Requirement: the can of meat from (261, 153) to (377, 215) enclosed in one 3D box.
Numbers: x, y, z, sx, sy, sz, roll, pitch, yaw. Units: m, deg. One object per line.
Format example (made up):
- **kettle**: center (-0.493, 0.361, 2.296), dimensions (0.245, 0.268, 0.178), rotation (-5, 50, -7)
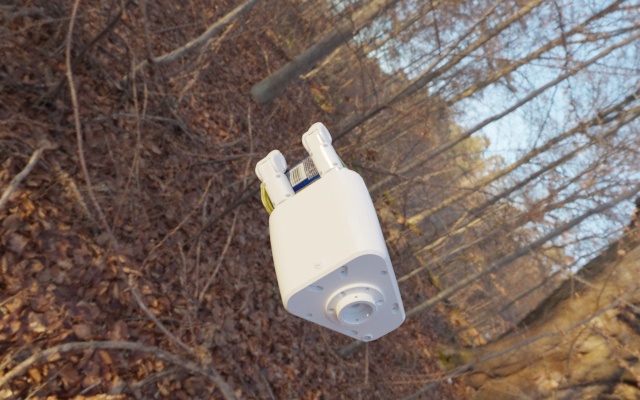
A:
- **can of meat**: center (0.000, 0.002, 0.514), dimensions (0.084, 0.102, 0.057), rotation (-32, 34, 14)
